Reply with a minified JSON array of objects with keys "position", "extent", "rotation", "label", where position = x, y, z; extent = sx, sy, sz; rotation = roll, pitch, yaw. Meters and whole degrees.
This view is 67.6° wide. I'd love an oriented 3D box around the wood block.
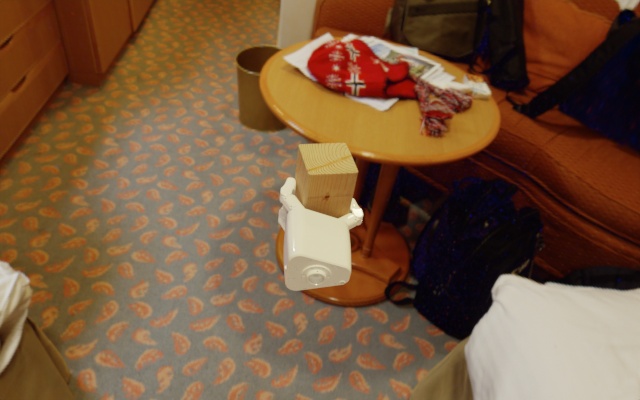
[{"position":[0.001,0.003,0.893],"extent":[0.091,0.206,0.090],"rotation":[-3,43,-15],"label":"wood block"}]
